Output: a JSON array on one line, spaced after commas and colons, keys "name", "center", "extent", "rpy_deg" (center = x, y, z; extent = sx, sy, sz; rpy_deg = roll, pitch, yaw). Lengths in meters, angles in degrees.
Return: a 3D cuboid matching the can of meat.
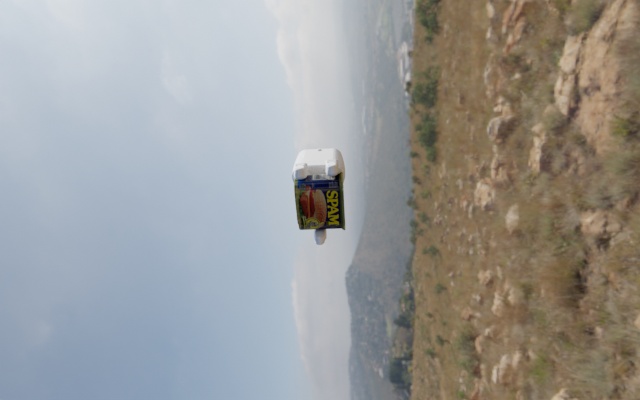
[{"name": "can of meat", "center": [0.000, 0.003, 0.838], "extent": [0.084, 0.102, 0.057], "rpy_deg": [-2, 29, 3]}]
